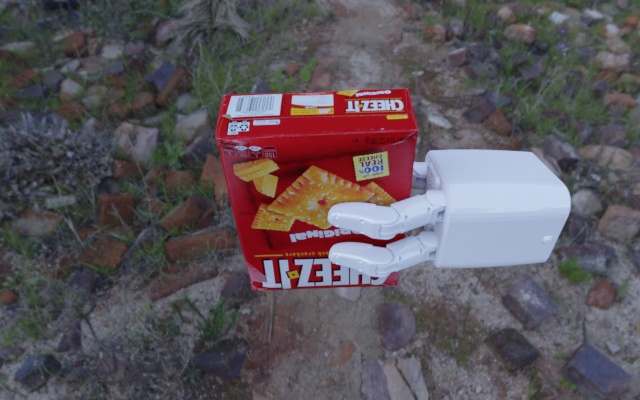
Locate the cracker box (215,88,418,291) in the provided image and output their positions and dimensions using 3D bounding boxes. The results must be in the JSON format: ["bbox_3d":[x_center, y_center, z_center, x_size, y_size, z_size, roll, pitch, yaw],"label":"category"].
[{"bbox_3d":[0.000,0.001,0.465,0.164,0.214,0.072,-2,44,1],"label":"cracker box"}]
